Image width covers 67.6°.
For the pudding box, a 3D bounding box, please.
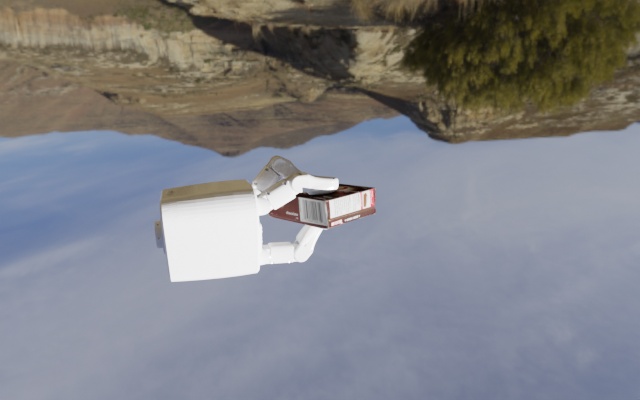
[{"bbox_3d":[0.000,0.002,0.609,0.090,0.039,0.113,-16,19,-42],"label":"pudding box"}]
